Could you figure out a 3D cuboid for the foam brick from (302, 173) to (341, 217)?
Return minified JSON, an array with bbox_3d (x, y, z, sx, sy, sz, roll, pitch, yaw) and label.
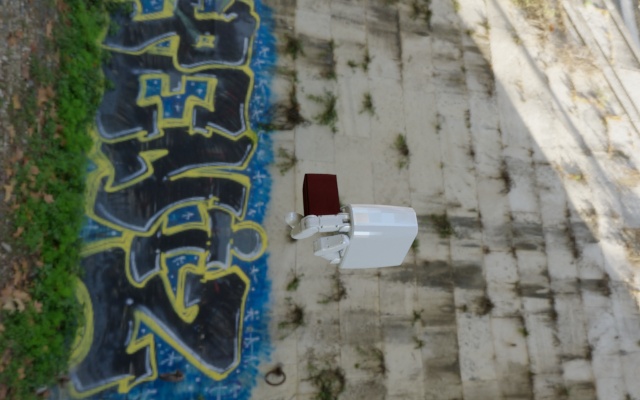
[{"bbox_3d":[0.000,0.002,0.760,0.051,0.078,0.053,-1,-25,-8],"label":"foam brick"}]
